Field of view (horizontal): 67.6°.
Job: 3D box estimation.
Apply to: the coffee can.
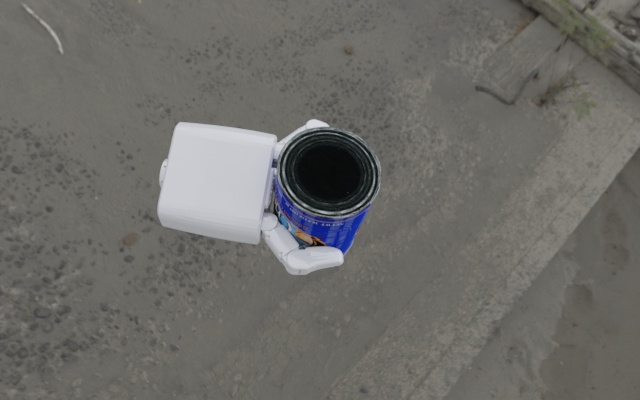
[{"bbox_3d":[0.000,0.002,0.519,0.103,0.102,0.140,0,-26,-8],"label":"coffee can"}]
